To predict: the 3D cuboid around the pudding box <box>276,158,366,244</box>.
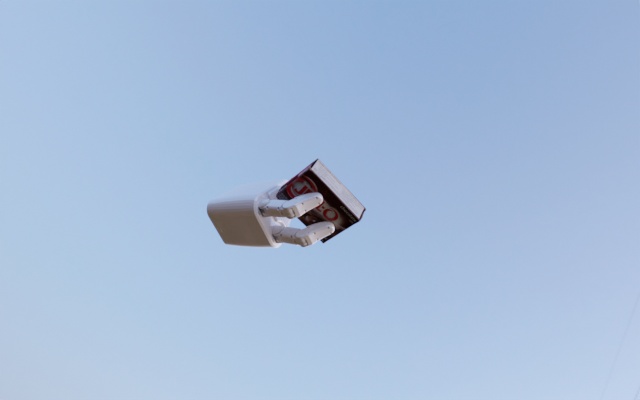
[{"bbox_3d":[0.000,0.002,0.740,0.090,0.113,0.039,-35,16,42],"label":"pudding box"}]
